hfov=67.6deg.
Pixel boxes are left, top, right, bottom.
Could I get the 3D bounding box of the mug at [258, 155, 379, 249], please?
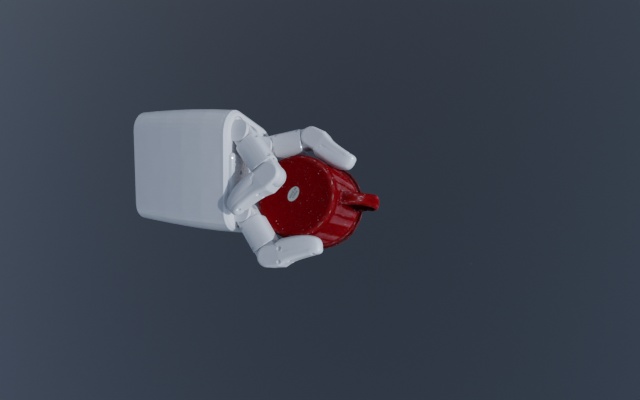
[{"bbox_3d":[0.001,0.002,0.480,0.117,0.093,0.081,3,-6,19],"label":"mug"}]
